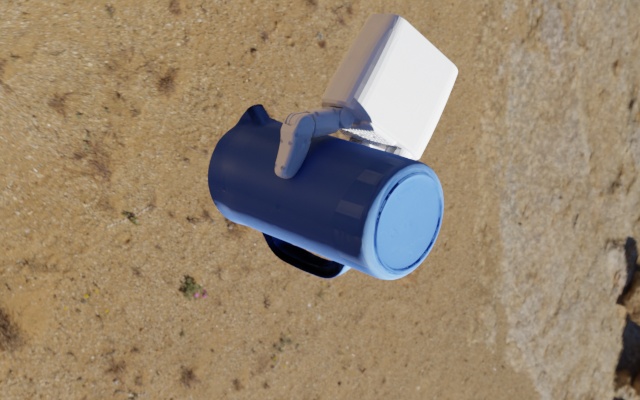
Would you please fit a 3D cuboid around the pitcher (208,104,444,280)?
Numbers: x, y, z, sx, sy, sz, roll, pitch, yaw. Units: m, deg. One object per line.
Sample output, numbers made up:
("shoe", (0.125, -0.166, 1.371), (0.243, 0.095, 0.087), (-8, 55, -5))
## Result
("pitcher", (0.000, 0.001, 0.498), (0.242, 0.145, 0.149), (20, -12, 46))
